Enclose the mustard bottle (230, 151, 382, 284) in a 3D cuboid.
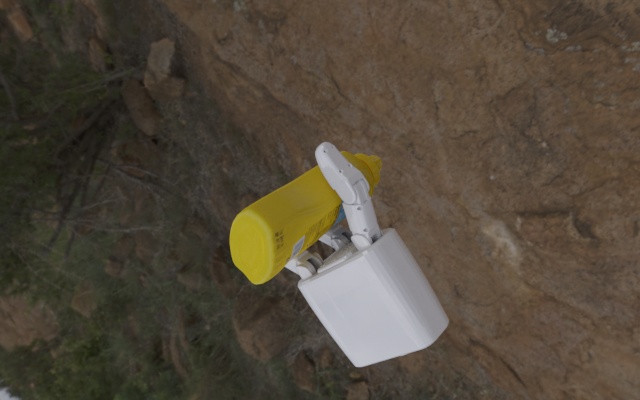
[{"bbox_3d":[0.000,0.001,0.478,0.191,0.058,0.096,-34,-22,-36],"label":"mustard bottle"}]
